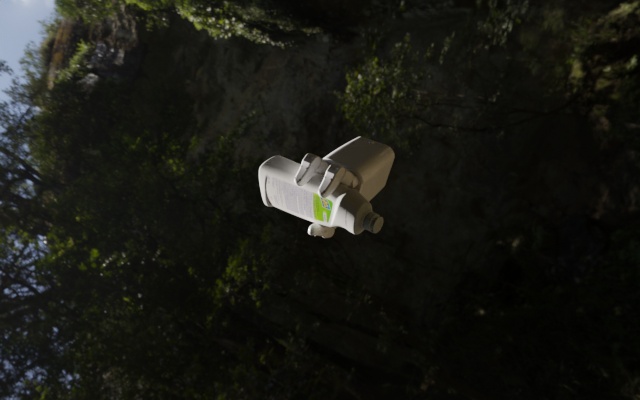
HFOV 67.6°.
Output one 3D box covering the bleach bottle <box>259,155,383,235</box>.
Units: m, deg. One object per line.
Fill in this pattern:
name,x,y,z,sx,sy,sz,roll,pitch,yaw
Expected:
bleach bottle,0.000,0.003,0.842,0.250,0.103,0.068,25,47,34
